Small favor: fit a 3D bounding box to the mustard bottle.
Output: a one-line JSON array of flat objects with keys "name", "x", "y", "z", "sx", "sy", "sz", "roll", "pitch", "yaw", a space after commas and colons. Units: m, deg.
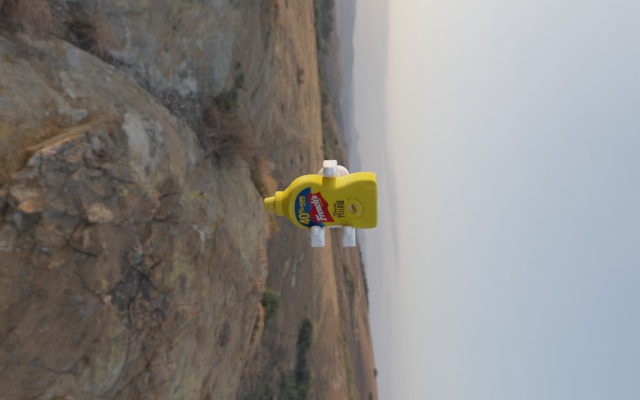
[{"name": "mustard bottle", "x": 0.000, "y": 0.003, "z": 0.810, "sx": 0.191, "sy": 0.096, "sz": 0.058, "roll": -2, "pitch": 31, "yaw": 5}]
